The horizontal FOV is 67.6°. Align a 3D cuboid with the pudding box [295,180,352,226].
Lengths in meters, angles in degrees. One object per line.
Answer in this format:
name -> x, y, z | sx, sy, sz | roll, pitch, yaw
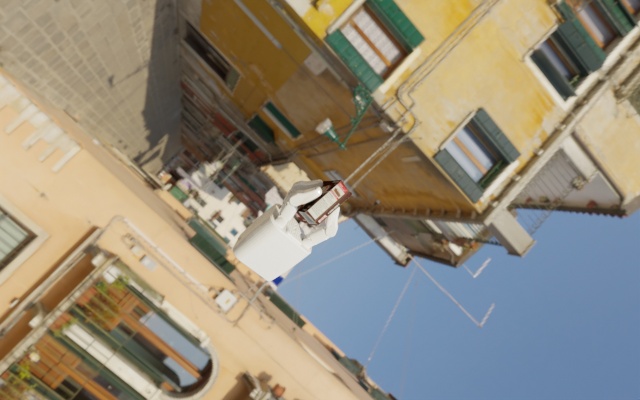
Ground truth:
pudding box -> 0.000, 0.003, 0.892 | 0.090, 0.039, 0.113 | -42, 14, -12
